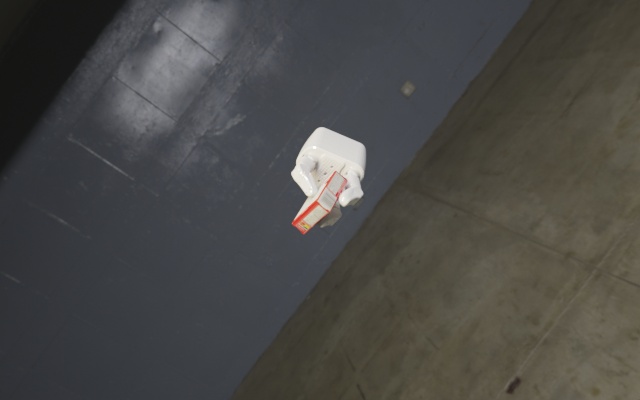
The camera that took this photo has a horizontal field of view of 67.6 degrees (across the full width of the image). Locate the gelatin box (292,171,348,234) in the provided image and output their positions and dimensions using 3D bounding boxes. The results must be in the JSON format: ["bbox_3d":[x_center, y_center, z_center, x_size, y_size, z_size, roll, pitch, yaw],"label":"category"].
[{"bbox_3d":[0.000,0.002,0.755,0.073,0.030,0.089,-42,11,41],"label":"gelatin box"}]
